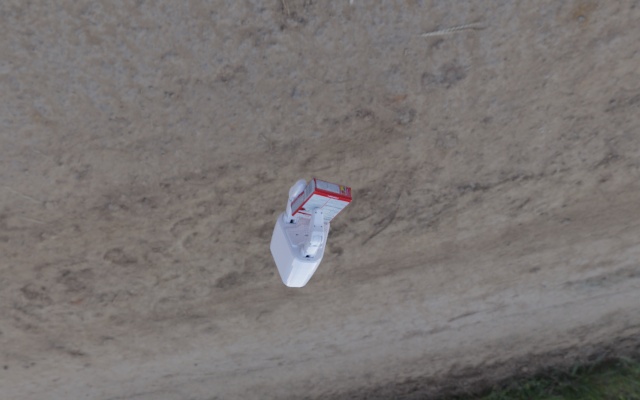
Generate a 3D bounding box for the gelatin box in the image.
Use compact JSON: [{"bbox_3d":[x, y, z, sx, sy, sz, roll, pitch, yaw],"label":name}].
[{"bbox_3d":[0.000,0.003,0.821,0.073,0.030,0.089,14,-37,-26],"label":"gelatin box"}]
